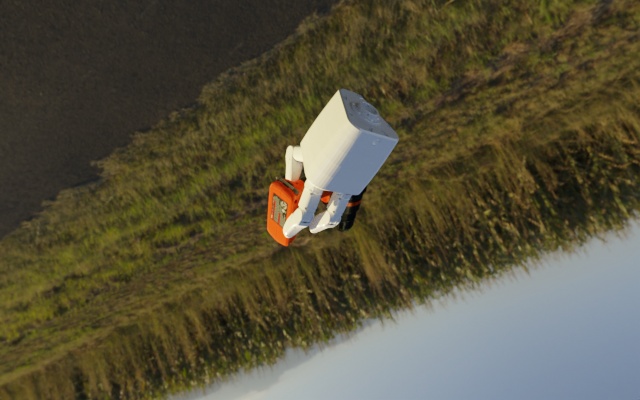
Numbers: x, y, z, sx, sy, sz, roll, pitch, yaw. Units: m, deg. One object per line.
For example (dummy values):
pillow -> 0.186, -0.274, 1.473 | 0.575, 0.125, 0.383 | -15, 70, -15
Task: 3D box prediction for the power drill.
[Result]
power drill -> 0.000, 0.003, 0.788 | 0.057, 0.185, 0.187 | 34, 43, 32
